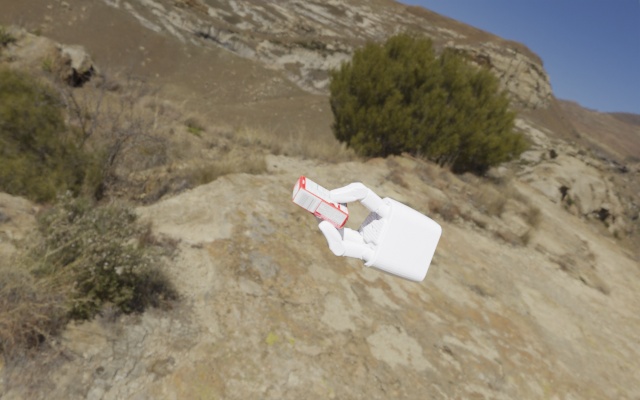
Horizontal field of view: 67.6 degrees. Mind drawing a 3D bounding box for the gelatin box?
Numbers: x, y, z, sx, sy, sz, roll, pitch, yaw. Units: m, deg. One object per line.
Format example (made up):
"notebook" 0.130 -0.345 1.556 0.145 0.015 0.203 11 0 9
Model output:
"gelatin box" 0.000 0.002 0.750 0.089 0.030 0.073 30 14 -10
